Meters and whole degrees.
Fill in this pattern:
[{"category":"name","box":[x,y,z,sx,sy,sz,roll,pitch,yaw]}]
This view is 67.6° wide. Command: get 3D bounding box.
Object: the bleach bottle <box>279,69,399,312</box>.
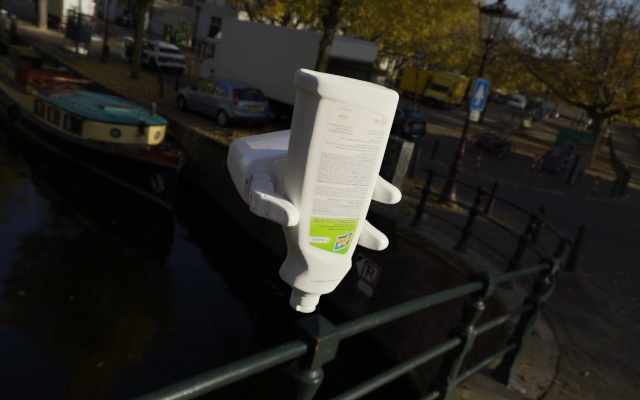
[{"category":"bleach bottle","box":[0.000,0.002,0.493,0.102,0.251,0.068,5,20,-24]}]
